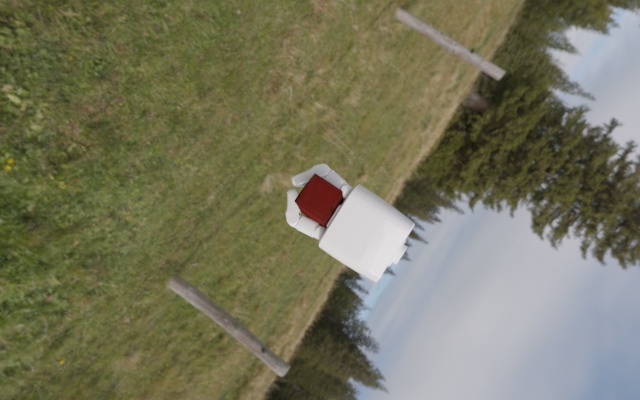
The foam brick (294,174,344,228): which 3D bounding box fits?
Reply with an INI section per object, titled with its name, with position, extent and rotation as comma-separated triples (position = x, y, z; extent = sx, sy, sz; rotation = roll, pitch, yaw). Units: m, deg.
[foam brick]
position = 0.000, 0.002, 0.717
extent = 0.051, 0.053, 0.078
rotation = 34, -8, 11
